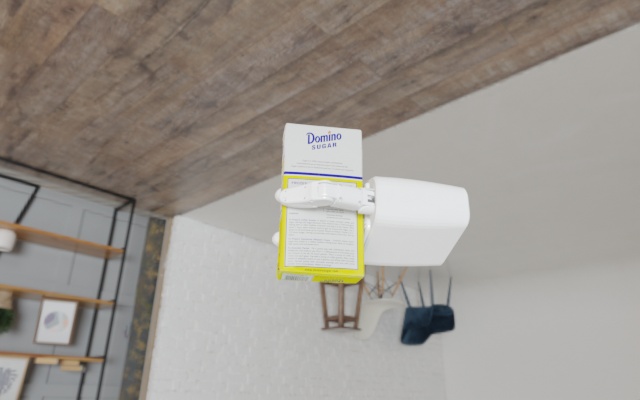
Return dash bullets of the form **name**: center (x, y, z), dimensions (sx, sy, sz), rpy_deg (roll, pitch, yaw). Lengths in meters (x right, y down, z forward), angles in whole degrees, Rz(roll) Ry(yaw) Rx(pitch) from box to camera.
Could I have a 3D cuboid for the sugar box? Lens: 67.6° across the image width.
- **sugar box**: center (0.000, 0.002, 0.543), dimensions (0.093, 0.176, 0.048), rpy_deg (5, -23, -8)
